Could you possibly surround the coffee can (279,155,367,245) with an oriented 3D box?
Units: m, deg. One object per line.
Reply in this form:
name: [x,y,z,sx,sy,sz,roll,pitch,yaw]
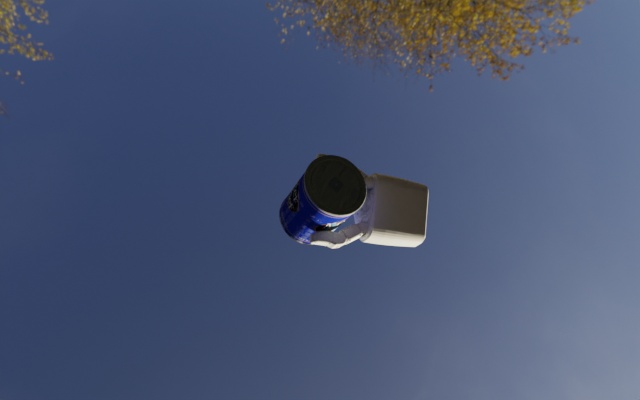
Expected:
coffee can: [0.000,0.003,0.788,0.103,0.102,0.140,0,-23,-23]
